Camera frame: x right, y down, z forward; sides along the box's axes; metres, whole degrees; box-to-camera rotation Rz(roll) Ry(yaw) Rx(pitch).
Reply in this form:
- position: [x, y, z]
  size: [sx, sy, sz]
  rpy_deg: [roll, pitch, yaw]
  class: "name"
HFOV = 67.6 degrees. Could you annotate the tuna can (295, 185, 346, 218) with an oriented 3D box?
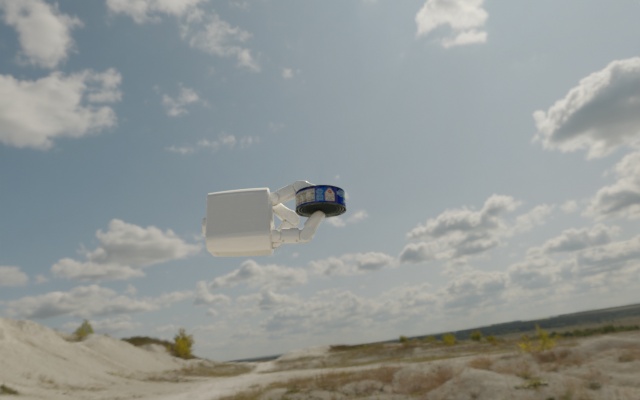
- position: [0.000, 0.002, 0.804]
  size: [0.086, 0.033, 0.086]
  rpy_deg: [-2, -18, -1]
  class: "tuna can"
